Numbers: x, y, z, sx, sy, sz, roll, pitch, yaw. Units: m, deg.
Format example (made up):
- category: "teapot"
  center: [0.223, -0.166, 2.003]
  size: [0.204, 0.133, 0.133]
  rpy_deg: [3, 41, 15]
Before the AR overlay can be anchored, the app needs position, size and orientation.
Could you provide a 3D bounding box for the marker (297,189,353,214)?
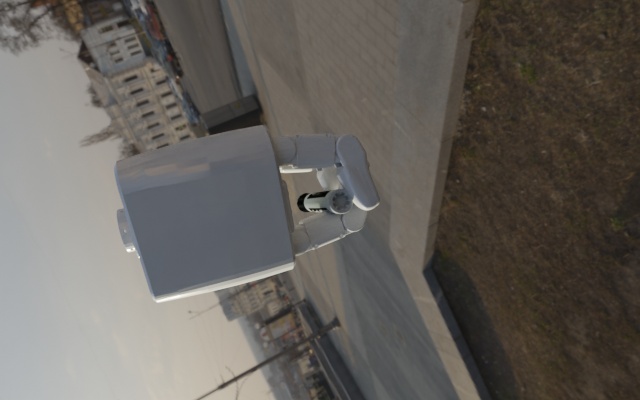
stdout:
- category: "marker"
  center: [0.000, 0.001, 0.414]
  size: [0.020, 0.020, 0.121]
  rpy_deg: [0, -1, -15]
